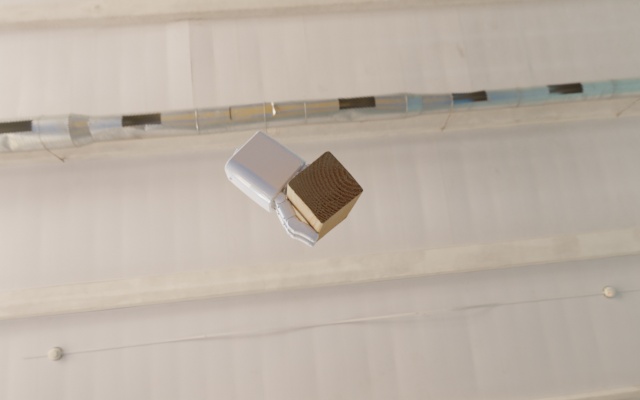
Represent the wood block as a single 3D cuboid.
[{"bbox_3d":[0.000,0.002,0.855,0.091,0.090,0.206,-39,-8,-12],"label":"wood block"}]
